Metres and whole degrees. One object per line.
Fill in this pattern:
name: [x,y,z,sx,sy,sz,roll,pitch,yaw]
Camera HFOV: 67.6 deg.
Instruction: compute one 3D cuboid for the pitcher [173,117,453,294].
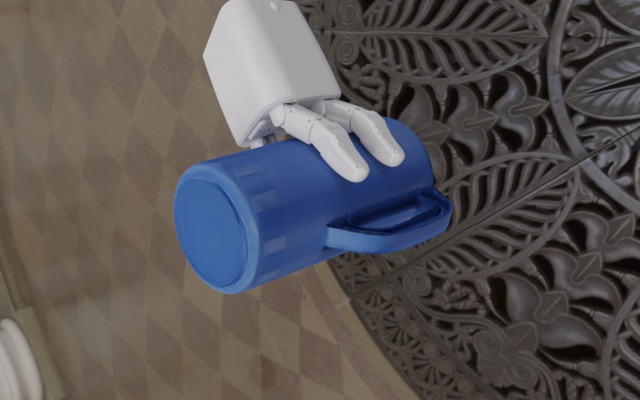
pitcher: [0.000,0.001,0.448,0.243,0.145,0.149,-19,-7,-46]
